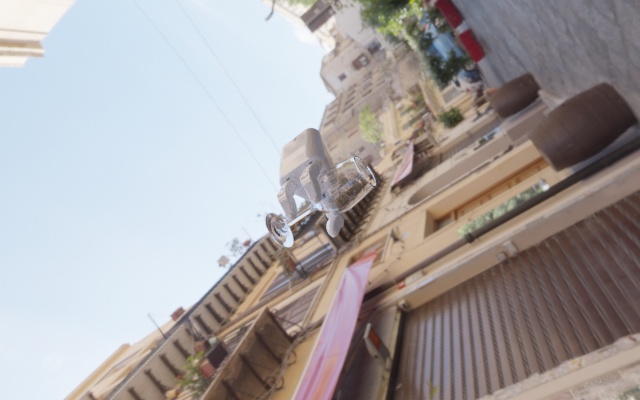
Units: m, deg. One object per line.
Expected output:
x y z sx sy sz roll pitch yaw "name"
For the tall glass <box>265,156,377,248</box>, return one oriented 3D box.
0.000 0.003 0.841 0.201 0.079 0.079 -34 -14 22 "tall glass"
